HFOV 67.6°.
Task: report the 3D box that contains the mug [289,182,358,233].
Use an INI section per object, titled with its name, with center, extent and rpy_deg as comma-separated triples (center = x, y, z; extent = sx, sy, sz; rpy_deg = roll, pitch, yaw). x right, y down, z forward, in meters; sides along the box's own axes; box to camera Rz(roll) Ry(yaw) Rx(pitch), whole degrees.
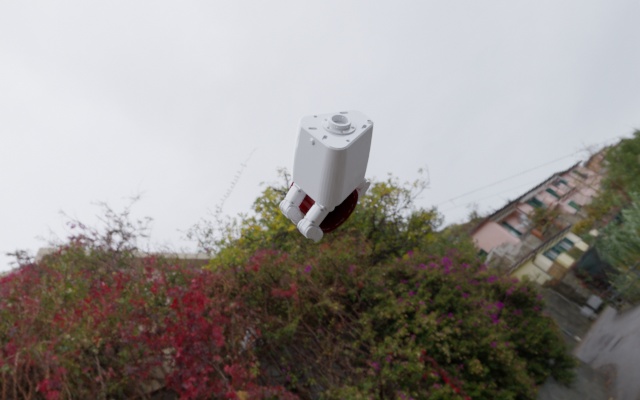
[mug]
center = 0.000, 0.004, 0.802
extent = 0.093, 0.117, 0.081
rpy_deg = -25, 52, -33
